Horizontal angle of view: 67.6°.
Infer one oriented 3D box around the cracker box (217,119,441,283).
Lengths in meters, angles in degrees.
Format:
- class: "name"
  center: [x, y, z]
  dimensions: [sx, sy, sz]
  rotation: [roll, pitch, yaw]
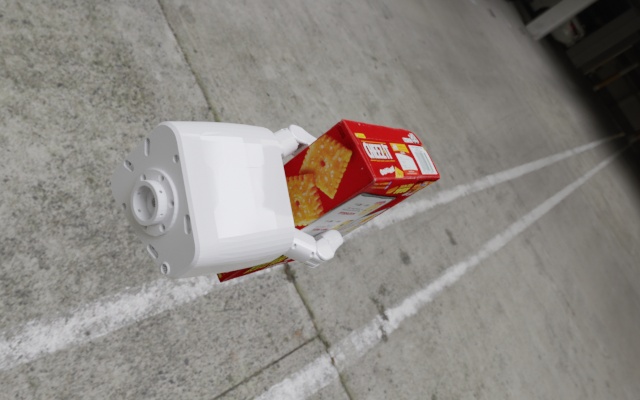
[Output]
- class: "cracker box"
  center: [0.000, 0.002, 0.517]
  dimensions: [0.214, 0.072, 0.164]
  rotation: [-34, -15, 31]
